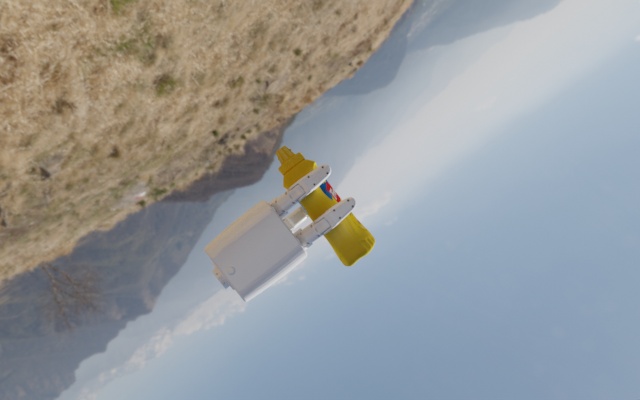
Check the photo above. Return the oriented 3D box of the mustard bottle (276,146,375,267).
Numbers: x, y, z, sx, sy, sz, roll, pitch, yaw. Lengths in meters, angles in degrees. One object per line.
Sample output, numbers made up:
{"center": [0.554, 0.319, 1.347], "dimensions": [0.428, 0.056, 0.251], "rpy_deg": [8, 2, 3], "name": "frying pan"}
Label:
{"center": [0.001, 0.002, 0.689], "dimensions": [0.058, 0.191, 0.096], "rpy_deg": [-38, 1, 11], "name": "mustard bottle"}
